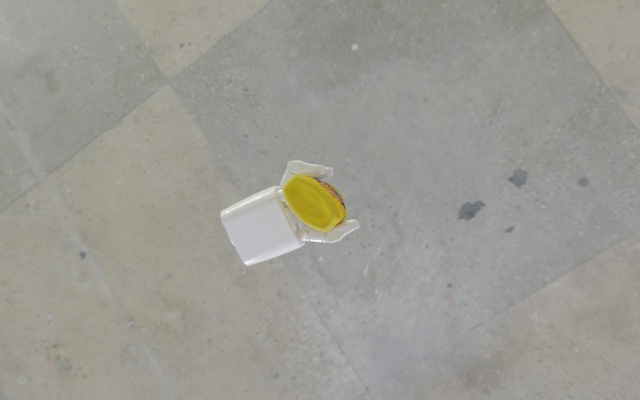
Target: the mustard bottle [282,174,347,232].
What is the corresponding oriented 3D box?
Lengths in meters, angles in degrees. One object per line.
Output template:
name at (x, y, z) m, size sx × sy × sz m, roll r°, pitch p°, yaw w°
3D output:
mustard bottle at (0.000, 0.002, 0.795) m, size 0.096 × 0.058 × 0.191 m, roll 43°, pitch 7°, yaw 7°
